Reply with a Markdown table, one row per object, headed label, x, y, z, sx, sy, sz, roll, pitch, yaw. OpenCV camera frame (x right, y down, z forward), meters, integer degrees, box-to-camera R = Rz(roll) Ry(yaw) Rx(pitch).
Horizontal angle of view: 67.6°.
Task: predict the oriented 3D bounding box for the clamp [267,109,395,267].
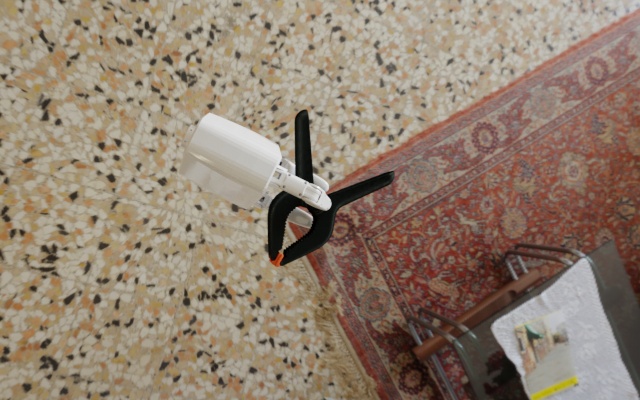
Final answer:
| label | x | y | z | sx | sy | sz | roll | pitch | yaw |
| --- | --- | --- | --- | --- | --- | --- | --- | --- | --- |
| clamp | 0.000 | 0.003 | 0.657 | 0.164 | 0.210 | 0.036 | 26 | -7 | -12 |
